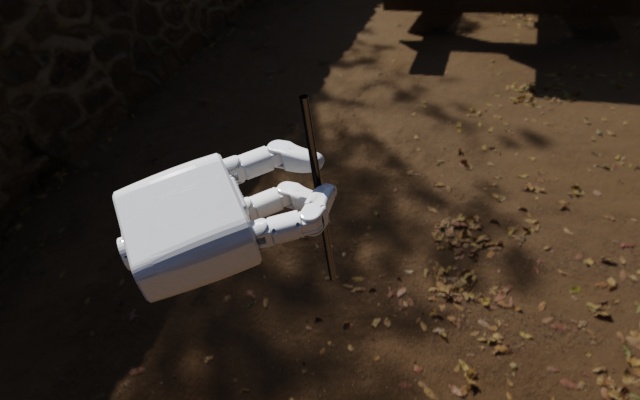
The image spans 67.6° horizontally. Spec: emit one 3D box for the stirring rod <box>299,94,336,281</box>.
[{"bbox_3d":[0.000,0.002,0.484,0.011,0.240,0.011,-5,41,5],"label":"stirring rod"}]
